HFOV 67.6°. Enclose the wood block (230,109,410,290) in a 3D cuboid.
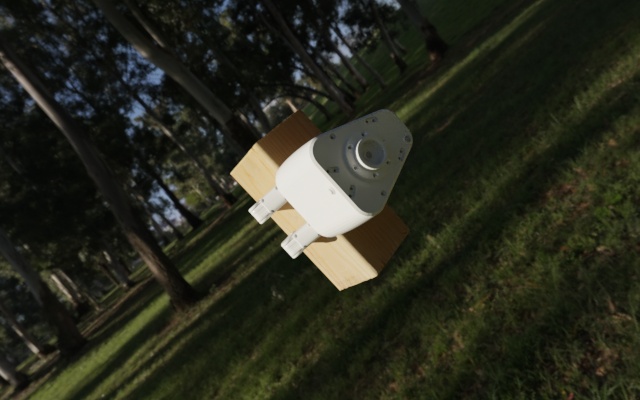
[{"bbox_3d":[0.000,0.002,0.602,0.090,0.206,0.090,-46,6,-36],"label":"wood block"}]
